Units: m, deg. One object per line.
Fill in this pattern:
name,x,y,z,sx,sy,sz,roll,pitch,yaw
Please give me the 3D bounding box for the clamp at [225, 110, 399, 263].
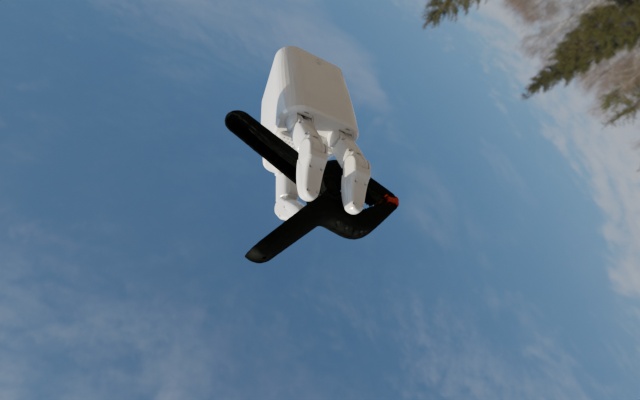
clamp,0.000,0.002,0.492,0.210,0.164,0.036,16,-39,-32
